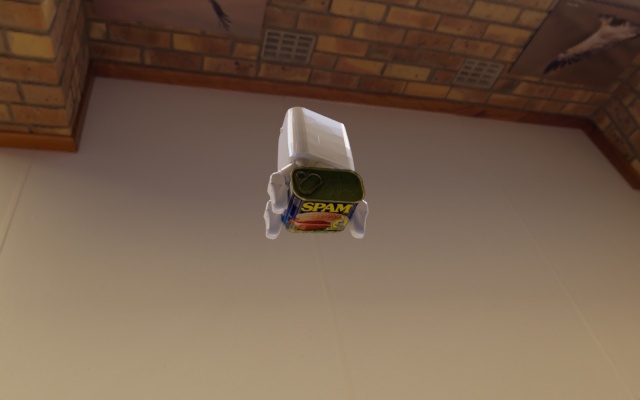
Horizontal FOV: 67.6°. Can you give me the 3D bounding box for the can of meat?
[{"bbox_3d":[0.000,0.002,0.669,0.102,0.057,0.084,3,-37,-17],"label":"can of meat"}]
